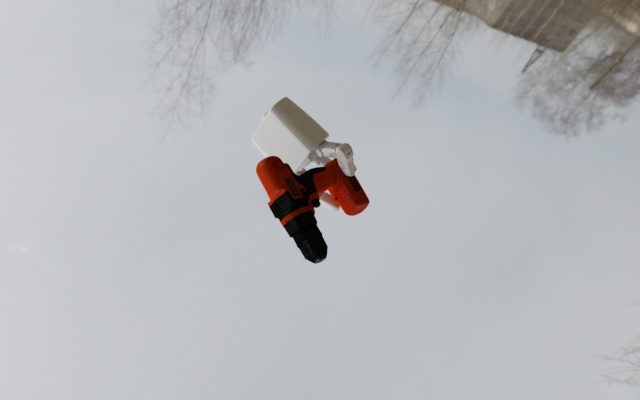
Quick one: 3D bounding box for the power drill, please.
[{"bbox_3d":[0.000,0.002,0.785,0.057,0.184,0.187,-38,-15,37],"label":"power drill"}]
